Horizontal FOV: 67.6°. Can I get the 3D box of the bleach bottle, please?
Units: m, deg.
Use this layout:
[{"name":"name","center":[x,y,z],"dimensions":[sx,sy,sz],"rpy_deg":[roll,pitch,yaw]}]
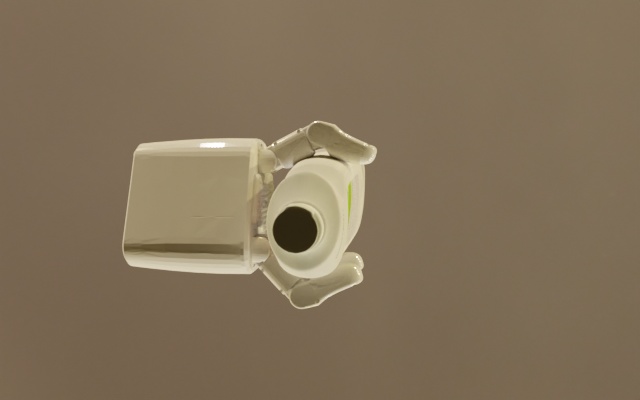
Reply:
[{"name":"bleach bottle","center":[0.000,0.001,0.405],"dimensions":[0.068,0.102,0.251],"rpy_deg":[2,4,7]}]
